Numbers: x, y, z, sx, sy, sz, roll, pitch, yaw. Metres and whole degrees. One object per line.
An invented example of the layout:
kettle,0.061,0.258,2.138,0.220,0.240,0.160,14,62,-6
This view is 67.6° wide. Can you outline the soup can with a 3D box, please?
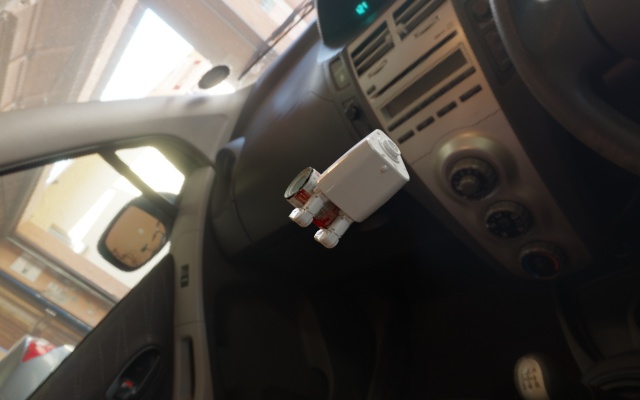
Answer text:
soup can,0.000,0.003,0.781,0.102,0.068,0.068,41,-15,-17
